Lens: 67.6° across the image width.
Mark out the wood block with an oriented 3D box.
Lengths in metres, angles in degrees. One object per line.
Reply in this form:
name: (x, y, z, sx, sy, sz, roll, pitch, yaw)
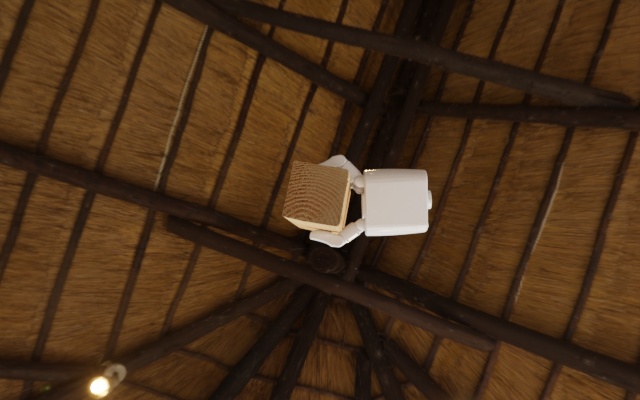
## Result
wood block: (0.000, 0.003, 0.819, 0.090, 0.091, 0.206, 10, -7, 6)
